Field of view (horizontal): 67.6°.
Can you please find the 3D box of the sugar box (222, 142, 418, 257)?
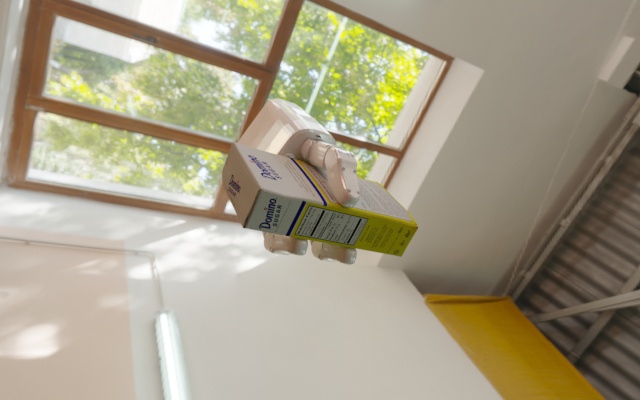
[{"bbox_3d":[0.000,0.002,0.457,0.176,0.048,0.093,11,25,-30],"label":"sugar box"}]
